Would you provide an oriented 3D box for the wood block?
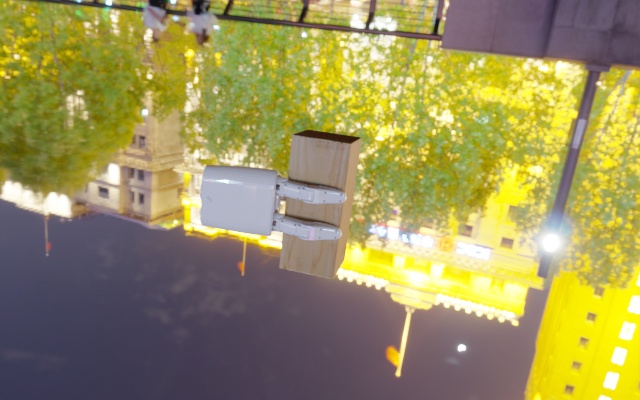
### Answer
[{"bbox_3d":[0.000,0.002,0.736,0.090,0.206,0.091,10,16,11],"label":"wood block"}]
